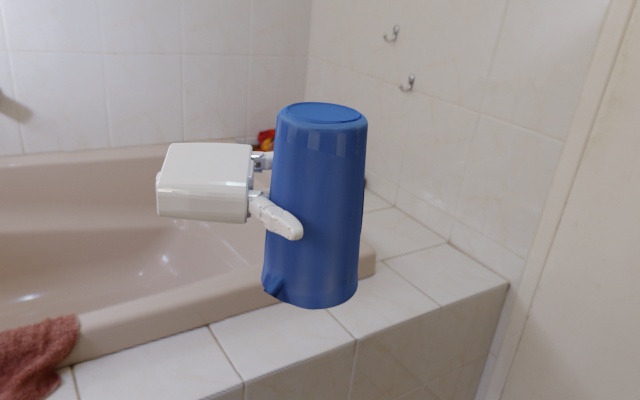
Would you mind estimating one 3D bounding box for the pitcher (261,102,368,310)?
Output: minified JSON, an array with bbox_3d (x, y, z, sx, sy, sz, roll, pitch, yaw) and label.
[{"bbox_3d":[0.000,0.002,0.616,0.145,0.243,0.149,2,25,-7],"label":"pitcher"}]
